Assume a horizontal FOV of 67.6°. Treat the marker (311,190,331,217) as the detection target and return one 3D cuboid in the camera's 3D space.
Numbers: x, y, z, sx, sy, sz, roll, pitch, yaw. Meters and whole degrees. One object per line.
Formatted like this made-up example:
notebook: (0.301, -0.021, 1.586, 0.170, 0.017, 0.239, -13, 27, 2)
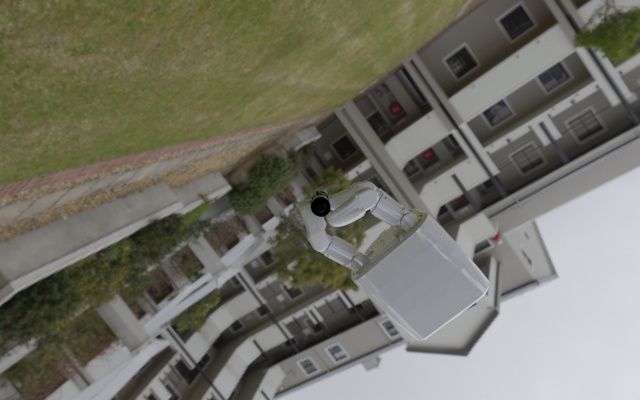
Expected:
marker: (0.000, 0.002, 0.499, 0.020, 0.020, 0.121, 0, 4, -1)
